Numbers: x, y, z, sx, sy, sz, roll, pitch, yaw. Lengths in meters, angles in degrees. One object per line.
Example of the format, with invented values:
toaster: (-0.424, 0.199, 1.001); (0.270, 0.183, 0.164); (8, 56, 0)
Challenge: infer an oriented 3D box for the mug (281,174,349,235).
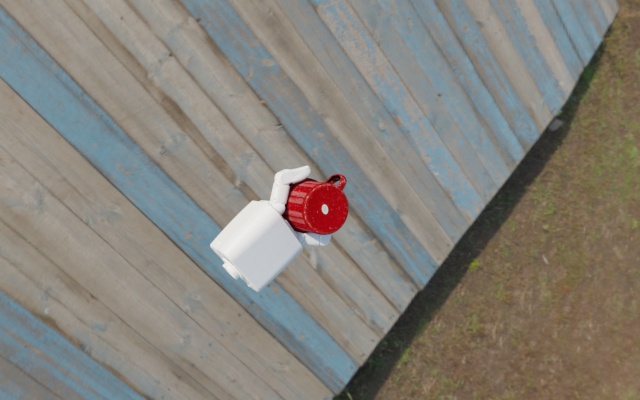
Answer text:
mug: (0.001, 0.002, 0.770); (0.117, 0.093, 0.081); (-47, 22, -16)
